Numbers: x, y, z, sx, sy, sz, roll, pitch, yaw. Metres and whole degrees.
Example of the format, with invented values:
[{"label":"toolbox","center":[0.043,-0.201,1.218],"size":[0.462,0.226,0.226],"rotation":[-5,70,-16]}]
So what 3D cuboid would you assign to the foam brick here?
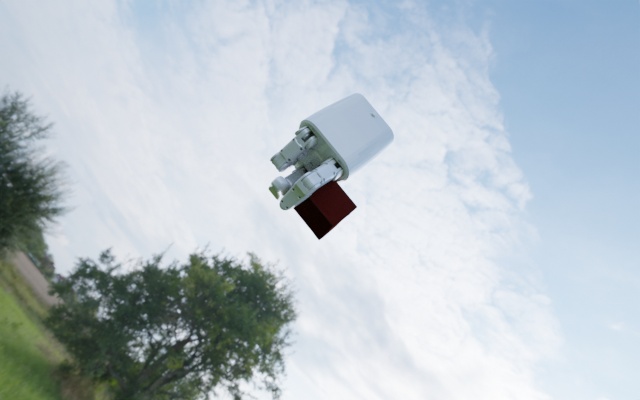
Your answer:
[{"label":"foam brick","center":[0.000,0.002,0.640],"size":[0.051,0.078,0.053],"rotation":[-36,-6,-33]}]
